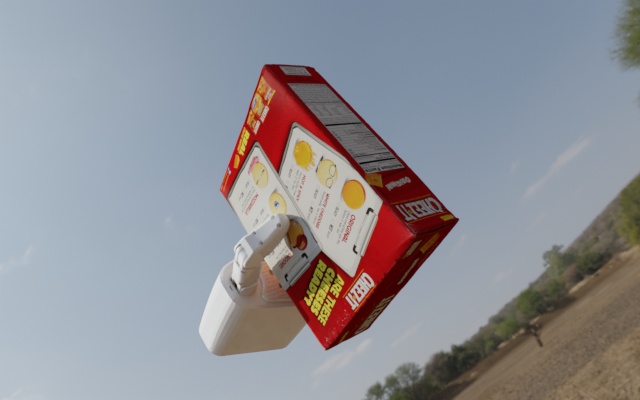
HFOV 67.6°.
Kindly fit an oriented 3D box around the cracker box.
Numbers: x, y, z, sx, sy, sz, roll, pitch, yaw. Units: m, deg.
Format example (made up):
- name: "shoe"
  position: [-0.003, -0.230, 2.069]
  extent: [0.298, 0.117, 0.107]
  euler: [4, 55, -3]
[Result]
- name: "cracker box"
  position: [0.000, 0.001, 0.450]
  extent: [0.072, 0.213, 0.164]
  euler: [-13, -36, -41]
